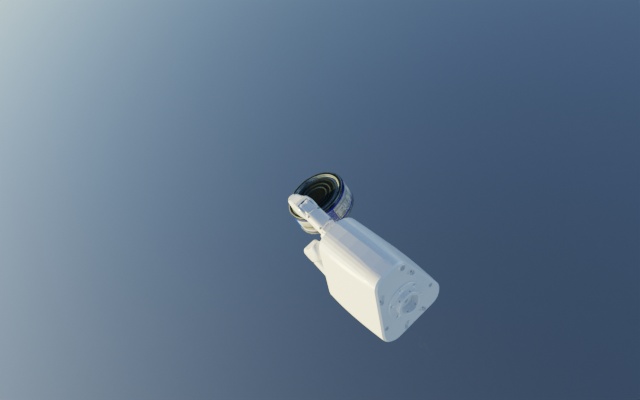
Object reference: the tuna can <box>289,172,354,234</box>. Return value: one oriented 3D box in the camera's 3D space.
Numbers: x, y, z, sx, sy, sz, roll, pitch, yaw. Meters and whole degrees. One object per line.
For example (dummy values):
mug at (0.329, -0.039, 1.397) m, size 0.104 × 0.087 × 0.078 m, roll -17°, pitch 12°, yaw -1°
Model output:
tuna can at (0.000, 0.002, 0.656) m, size 0.086 × 0.086 × 0.034 m, roll 0°, pitch -39°, yaw 38°
